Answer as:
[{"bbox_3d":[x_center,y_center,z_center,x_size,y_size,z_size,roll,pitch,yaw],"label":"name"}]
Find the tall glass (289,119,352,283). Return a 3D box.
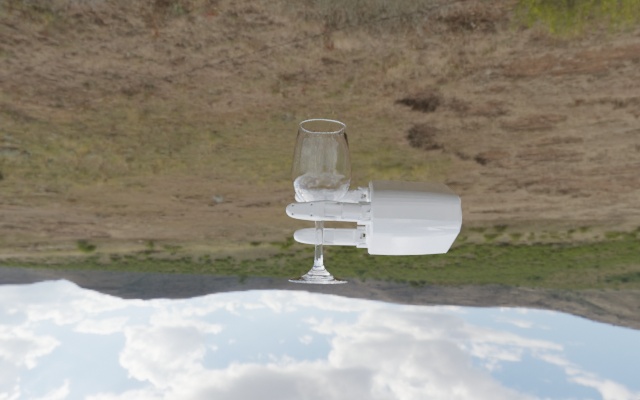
[{"bbox_3d":[0.000,0.003,0.609,0.079,0.201,0.079,1,-6,0],"label":"tall glass"}]
